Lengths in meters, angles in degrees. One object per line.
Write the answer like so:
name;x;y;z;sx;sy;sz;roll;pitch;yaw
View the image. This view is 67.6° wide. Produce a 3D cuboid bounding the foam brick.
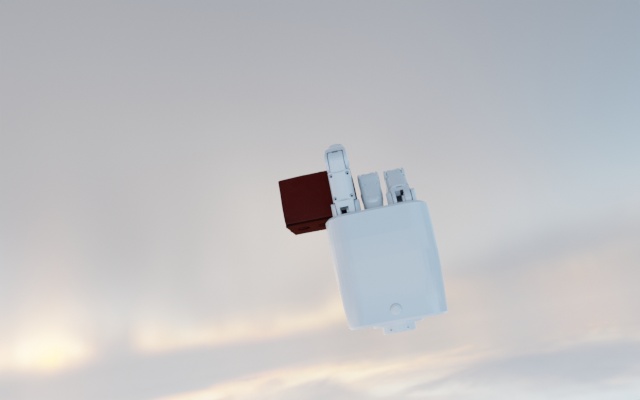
foam brick;0.000;0.002;0.506;0.078;0.051;0.053;-12;-14;6
